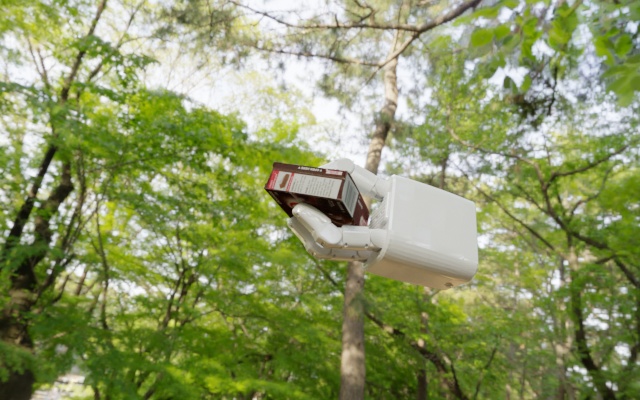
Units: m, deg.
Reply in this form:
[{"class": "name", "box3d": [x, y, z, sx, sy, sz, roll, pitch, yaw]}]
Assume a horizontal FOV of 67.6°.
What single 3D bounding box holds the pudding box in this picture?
[{"class": "pudding box", "box3d": [0.000, 0.002, 0.541, 0.090, 0.039, 0.113, 8, -24, 22]}]
